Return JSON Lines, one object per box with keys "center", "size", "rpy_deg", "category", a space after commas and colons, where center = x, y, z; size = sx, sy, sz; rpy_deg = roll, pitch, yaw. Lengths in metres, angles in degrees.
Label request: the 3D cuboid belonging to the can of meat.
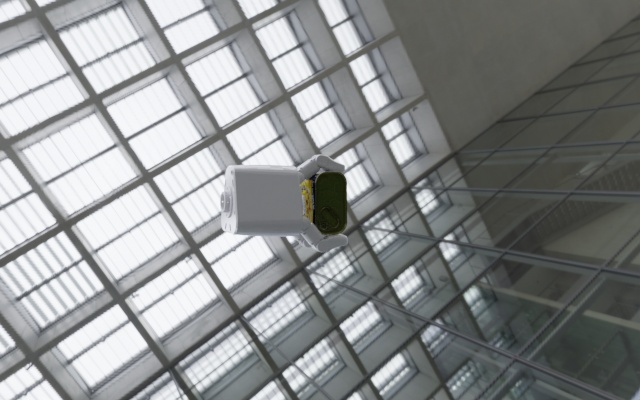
{"center": [0.000, 0.003, 0.805], "size": [0.057, 0.102, 0.084], "rpy_deg": [-2, 3, -26], "category": "can of meat"}
